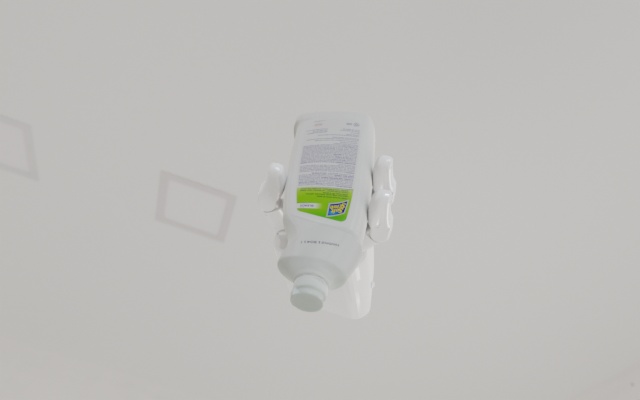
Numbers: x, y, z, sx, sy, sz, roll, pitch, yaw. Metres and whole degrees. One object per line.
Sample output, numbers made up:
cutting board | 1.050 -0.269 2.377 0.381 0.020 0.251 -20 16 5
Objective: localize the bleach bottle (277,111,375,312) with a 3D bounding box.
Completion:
bleach bottle | 0.000 0.002 0.496 0.102 0.068 0.250 0 43 13
